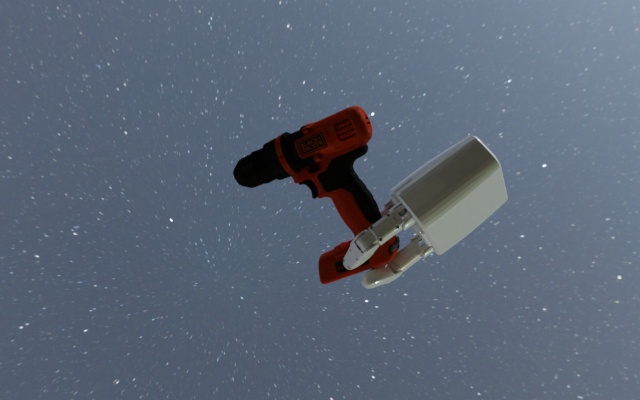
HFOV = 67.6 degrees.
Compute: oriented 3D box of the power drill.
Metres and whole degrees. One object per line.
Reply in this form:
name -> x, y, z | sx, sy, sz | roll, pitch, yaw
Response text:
power drill -> 0.001, 0.002, 0.578 | 0.184, 0.187, 0.057 | -21, 6, 22
